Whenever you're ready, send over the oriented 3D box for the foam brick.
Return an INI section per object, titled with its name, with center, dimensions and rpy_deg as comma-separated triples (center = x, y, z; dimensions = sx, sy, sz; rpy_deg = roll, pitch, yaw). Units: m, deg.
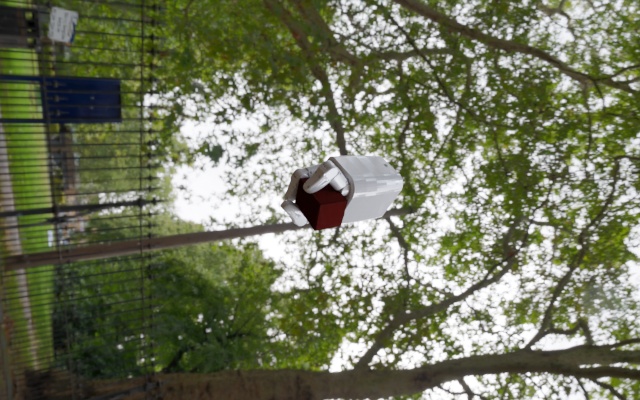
[foam brick]
center = 0.000, 0.003, 0.769
dimensions = 0.051, 0.053, 0.078
rpy_deg = -7, 39, -28
